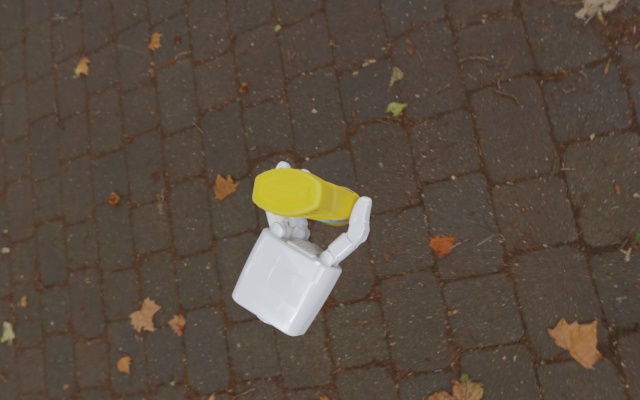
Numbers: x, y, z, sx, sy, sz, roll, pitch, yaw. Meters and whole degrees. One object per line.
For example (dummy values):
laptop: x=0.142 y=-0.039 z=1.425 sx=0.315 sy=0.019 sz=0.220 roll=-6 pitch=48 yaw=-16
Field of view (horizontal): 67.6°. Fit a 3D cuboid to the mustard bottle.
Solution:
mustard bottle: x=0.000 y=0.002 z=0.638 sx=0.096 sy=0.058 sz=0.191 roll=4 pitch=-6 yaw=27
